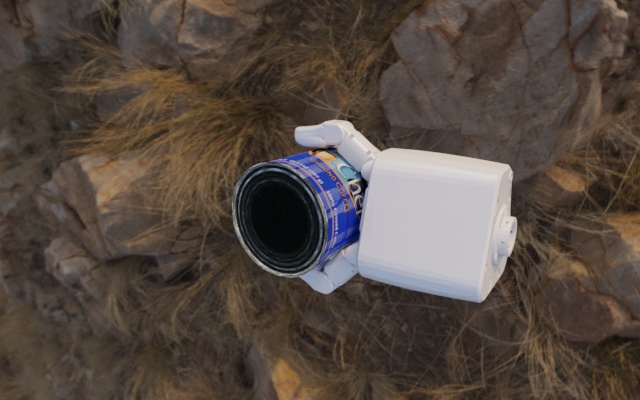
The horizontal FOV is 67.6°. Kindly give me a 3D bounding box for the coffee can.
[{"bbox_3d":[0.000,0.001,0.461,0.103,0.103,0.140,0,13,34],"label":"coffee can"}]
